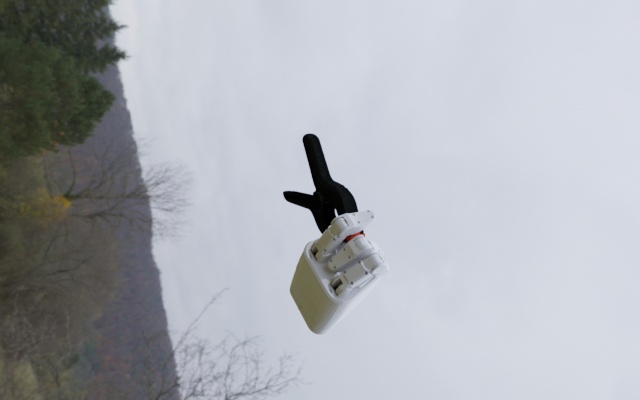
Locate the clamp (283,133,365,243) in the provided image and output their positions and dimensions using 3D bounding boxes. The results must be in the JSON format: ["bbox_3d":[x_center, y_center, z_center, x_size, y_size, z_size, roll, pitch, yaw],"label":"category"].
[{"bbox_3d":[0.001,0.002,0.678,0.039,0.171,0.120,-10,-35,-30],"label":"clamp"}]
